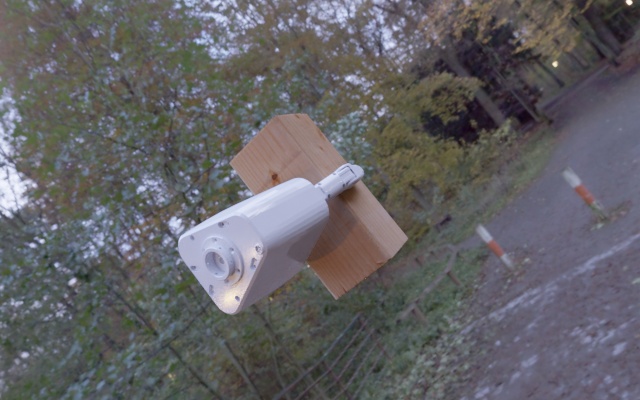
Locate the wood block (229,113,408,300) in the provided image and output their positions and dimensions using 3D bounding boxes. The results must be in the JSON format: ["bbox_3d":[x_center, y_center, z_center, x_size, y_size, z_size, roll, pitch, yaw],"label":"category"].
[{"bbox_3d":[0.000,0.002,0.581,0.091,0.206,0.090,-41,-6,24],"label":"wood block"}]
